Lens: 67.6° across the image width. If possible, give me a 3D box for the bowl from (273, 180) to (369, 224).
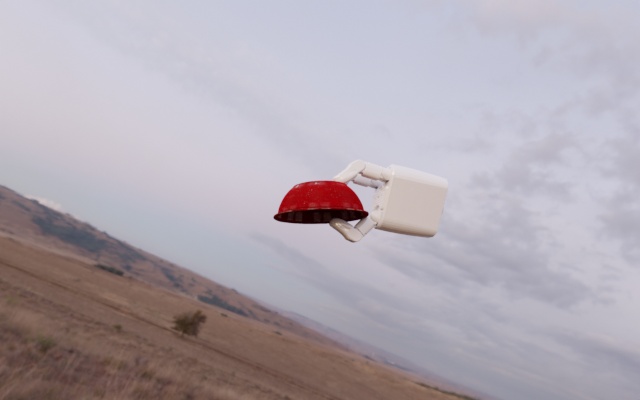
[{"bbox_3d":[-0.001,0.002,0.807,0.162,0.055,0.162,-2,-11,0],"label":"bowl"}]
